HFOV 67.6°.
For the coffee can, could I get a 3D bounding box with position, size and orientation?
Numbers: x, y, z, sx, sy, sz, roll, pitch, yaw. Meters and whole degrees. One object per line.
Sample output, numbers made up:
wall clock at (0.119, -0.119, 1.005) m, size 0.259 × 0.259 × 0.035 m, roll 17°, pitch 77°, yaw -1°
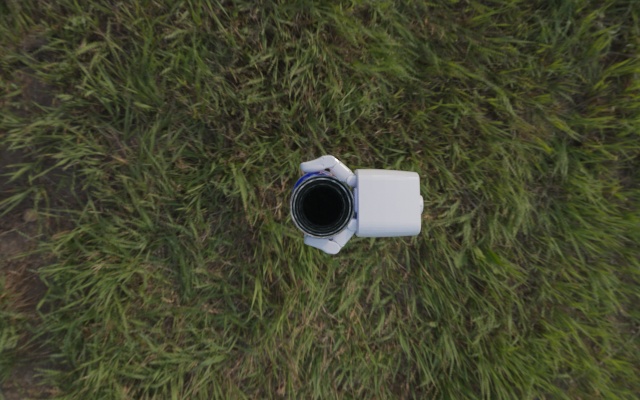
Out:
coffee can at (0.000, 0.003, 0.818) m, size 0.103 × 0.103 × 0.140 m, roll 0°, pitch 6°, yaw -2°
